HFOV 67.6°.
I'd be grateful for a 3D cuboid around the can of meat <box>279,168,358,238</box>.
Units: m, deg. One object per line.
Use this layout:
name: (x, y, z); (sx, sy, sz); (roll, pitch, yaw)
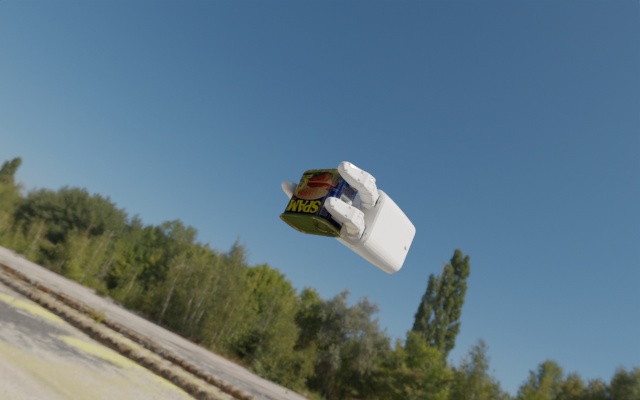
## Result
can of meat: (0.000, 0.002, 0.700); (0.102, 0.084, 0.057); (3, -29, 49)
